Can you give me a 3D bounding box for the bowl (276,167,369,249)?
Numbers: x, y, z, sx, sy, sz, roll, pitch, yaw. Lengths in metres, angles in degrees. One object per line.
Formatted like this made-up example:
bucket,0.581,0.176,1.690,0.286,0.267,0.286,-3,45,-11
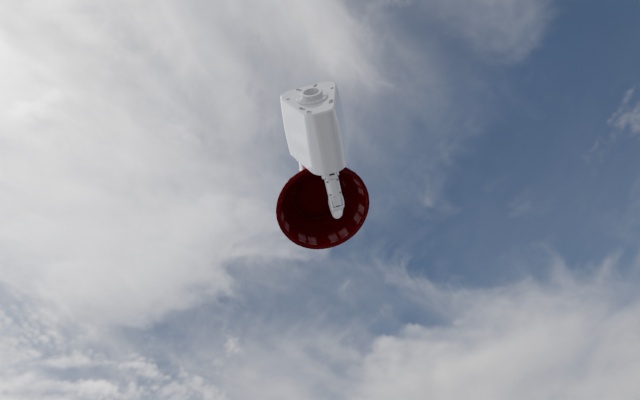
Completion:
bowl,0.000,0.004,0.829,0.162,0.162,0.055,0,25,-13
